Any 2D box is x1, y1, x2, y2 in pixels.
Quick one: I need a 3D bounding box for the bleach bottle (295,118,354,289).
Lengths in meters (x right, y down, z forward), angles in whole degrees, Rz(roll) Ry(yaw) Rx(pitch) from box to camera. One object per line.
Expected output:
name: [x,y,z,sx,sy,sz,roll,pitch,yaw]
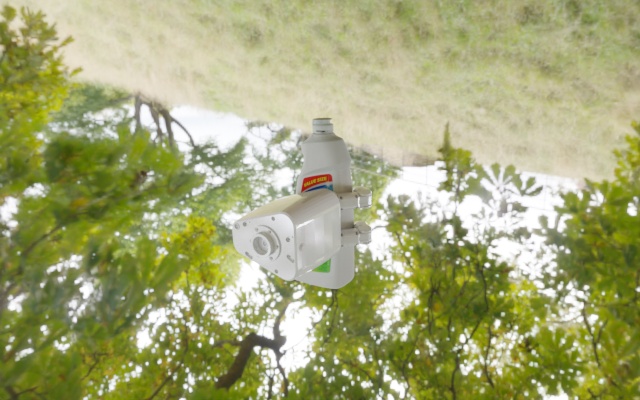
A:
bleach bottle: [0.000,0.002,0.721,0.102,0.251,0.068,8,20,32]
